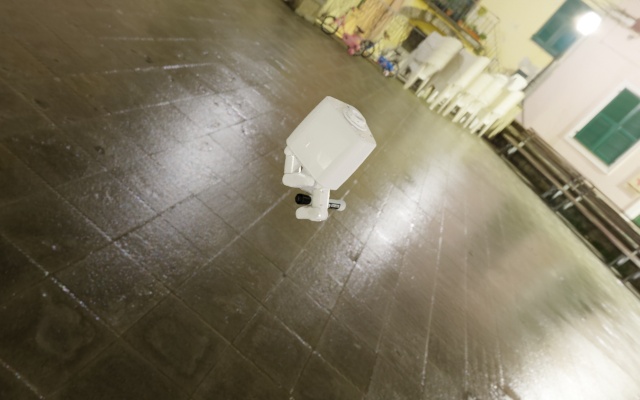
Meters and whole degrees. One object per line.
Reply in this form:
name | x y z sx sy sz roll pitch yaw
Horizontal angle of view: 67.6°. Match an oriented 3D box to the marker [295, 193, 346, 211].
marker | 0.000 0.003 0.821 0.020 0.020 0.121 0 -6 40
